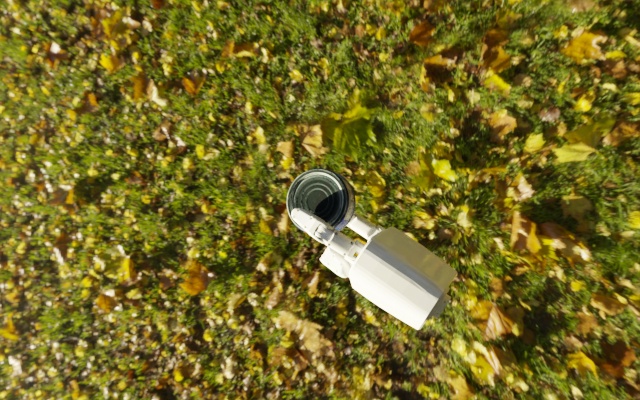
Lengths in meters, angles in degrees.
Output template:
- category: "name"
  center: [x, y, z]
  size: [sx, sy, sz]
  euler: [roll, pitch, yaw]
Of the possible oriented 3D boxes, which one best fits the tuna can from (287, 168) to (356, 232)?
- category: "tuna can"
  center: [0.000, 0.002, 0.619]
  size: [0.086, 0.086, 0.034]
  euler: [0, -5, 21]
